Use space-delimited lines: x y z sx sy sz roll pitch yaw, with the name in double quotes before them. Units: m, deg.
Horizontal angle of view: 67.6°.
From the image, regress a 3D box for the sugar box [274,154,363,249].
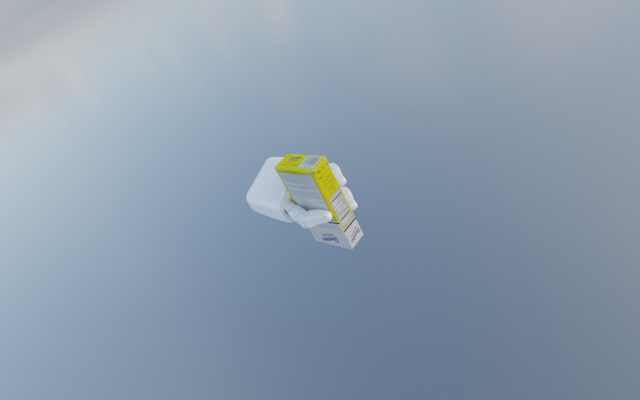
"sugar box" 0.000 0.002 0.823 0.093 0.176 0.048 10 50 43
